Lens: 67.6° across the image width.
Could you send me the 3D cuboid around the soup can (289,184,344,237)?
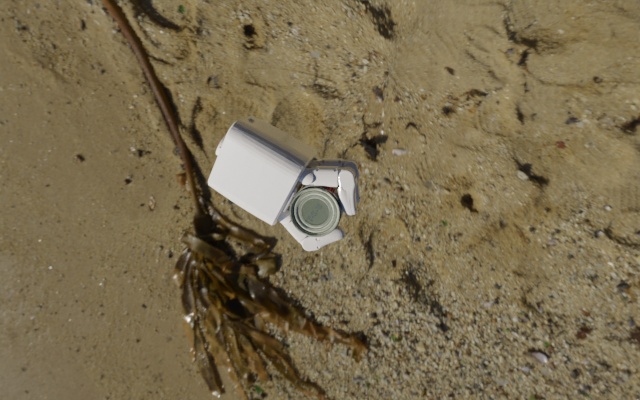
[{"bbox_3d":[0.000,0.003,0.644,0.068,0.068,0.102,0,15,9],"label":"soup can"}]
